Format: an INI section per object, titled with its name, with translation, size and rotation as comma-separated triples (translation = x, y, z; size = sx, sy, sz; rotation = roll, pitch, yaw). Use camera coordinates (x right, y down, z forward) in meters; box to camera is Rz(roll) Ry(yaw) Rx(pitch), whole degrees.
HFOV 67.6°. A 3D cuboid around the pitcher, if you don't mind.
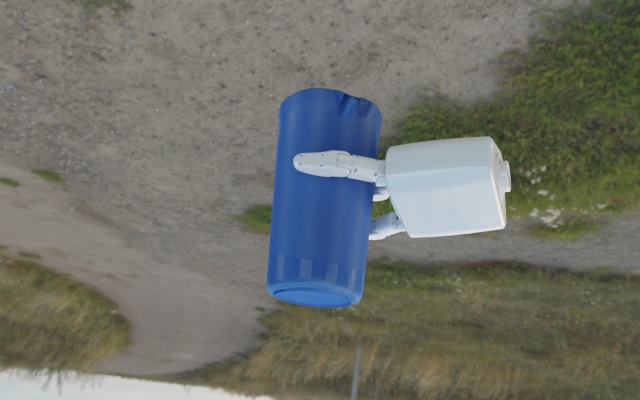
[pitcher]
translation = 0.000, 0.002, 0.582
size = 0.145, 0.242, 0.149
rotation = -5, -25, 25
